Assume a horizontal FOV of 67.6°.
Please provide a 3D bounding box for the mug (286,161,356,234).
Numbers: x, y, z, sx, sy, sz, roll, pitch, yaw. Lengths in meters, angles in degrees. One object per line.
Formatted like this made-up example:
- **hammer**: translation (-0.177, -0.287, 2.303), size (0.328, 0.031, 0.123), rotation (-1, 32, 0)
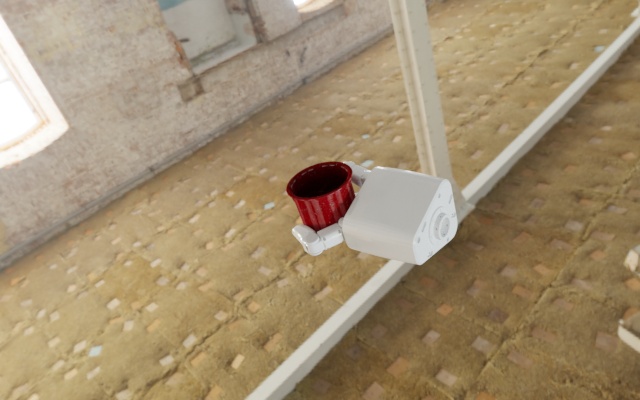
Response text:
- **mug**: translation (-0.001, 0.002, 0.671), size (0.117, 0.081, 0.093), rotation (13, 44, 41)
